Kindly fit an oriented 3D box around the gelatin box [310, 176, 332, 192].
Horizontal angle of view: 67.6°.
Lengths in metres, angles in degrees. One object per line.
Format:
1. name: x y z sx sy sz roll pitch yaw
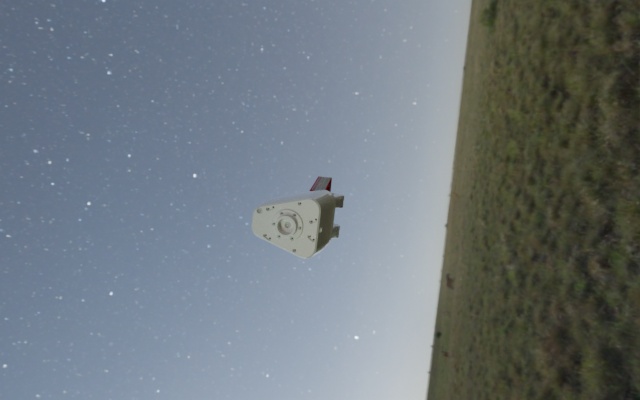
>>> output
1. gelatin box: 0.000 0.003 0.882 0.030 0.073 0.089 6 20 7
